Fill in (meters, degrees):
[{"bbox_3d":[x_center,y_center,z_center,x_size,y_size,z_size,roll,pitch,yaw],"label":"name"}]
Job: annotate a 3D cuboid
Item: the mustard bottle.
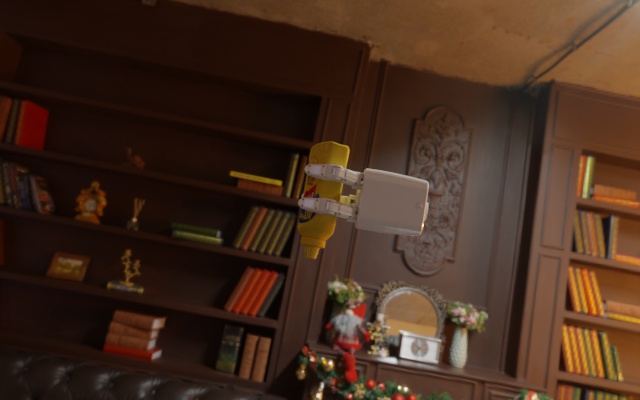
[{"bbox_3d":[0.000,0.002,0.802,0.058,0.191,0.096,13,-9,-23],"label":"mustard bottle"}]
